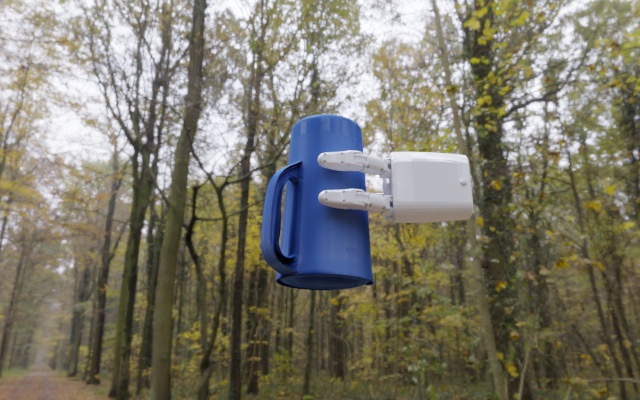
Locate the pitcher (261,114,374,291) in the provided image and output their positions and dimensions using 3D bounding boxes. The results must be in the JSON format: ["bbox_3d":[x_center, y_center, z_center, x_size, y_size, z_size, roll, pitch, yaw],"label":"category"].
[{"bbox_3d":[0.000,0.002,0.679,0.145,0.242,0.149,0,-19,2],"label":"pitcher"}]
